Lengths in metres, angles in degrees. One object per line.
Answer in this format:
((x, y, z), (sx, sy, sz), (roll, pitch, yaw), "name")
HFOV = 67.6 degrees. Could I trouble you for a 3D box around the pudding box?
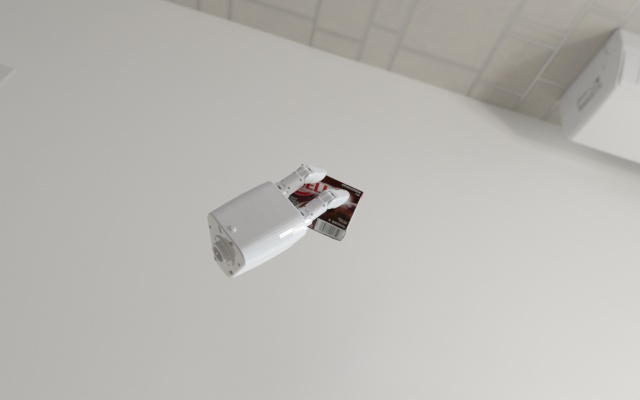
((0.000, 0.003, 0.750), (0.113, 0.090, 0.039), (26, -40, 2), "pudding box")
